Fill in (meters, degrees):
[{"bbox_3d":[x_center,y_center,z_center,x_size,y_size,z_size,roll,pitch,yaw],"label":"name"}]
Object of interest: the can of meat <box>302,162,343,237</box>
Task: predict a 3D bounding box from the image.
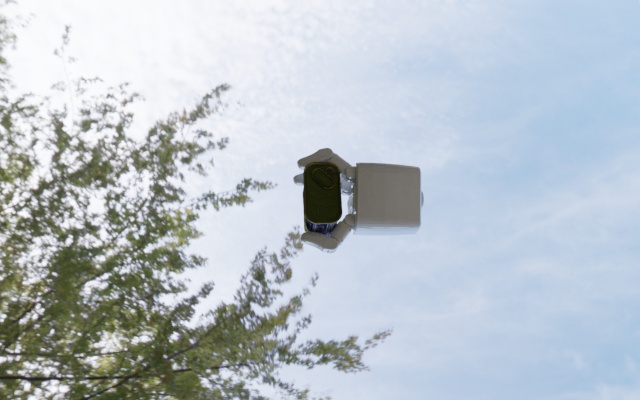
[{"bbox_3d":[0.000,0.003,0.761,0.057,0.102,0.084,-1,-22,-5],"label":"can of meat"}]
